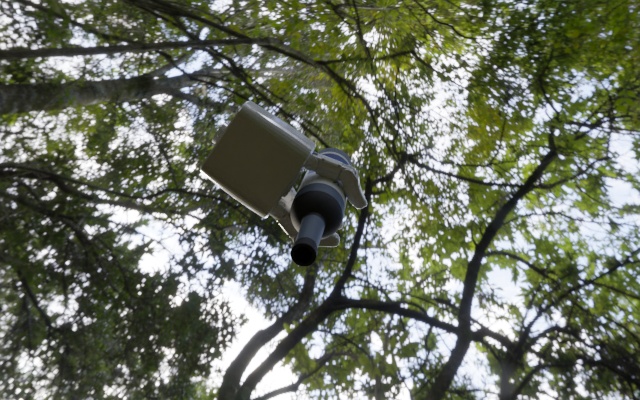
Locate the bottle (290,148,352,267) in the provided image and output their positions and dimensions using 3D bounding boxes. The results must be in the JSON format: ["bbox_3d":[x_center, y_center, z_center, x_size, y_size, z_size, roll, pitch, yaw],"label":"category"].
[{"bbox_3d":[0.000,0.002,0.625,0.069,0.069,0.295,0,22,8],"label":"bottle"}]
